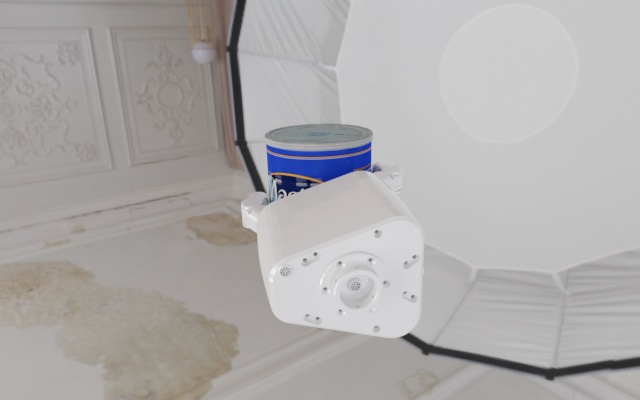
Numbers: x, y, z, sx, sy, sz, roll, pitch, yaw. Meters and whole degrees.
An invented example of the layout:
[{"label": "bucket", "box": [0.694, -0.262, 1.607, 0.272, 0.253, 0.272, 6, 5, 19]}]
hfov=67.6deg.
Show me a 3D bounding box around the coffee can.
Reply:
[{"label": "coffee can", "box": [0.000, 0.001, 0.474, 0.103, 0.140, 0.102, -1, 18, 0]}]
